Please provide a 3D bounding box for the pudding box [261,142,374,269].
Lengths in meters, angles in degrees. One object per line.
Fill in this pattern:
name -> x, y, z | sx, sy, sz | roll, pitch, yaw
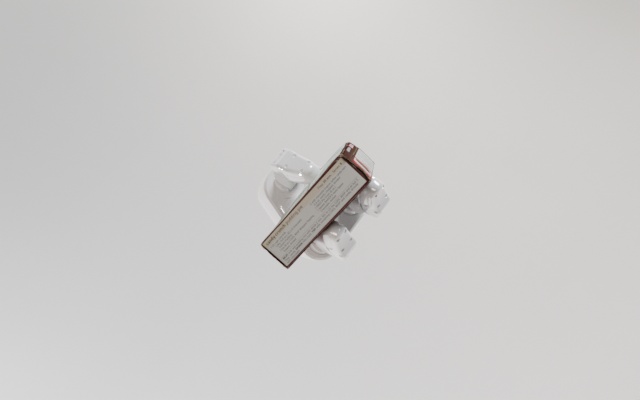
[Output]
pudding box -> 0.000, 0.001, 0.448 | 0.039, 0.113, 0.090 | 39, 16, -4
